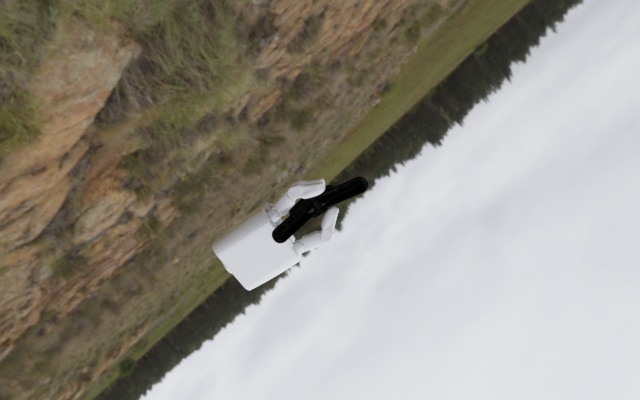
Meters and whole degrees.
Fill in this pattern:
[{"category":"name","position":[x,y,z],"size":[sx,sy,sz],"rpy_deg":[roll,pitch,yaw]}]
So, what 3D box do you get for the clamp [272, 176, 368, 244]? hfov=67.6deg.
[{"category":"clamp","position":[0.000,0.003,0.798],"size":[0.164,0.036,0.210],"rpy_deg":[-30,7,4]}]
